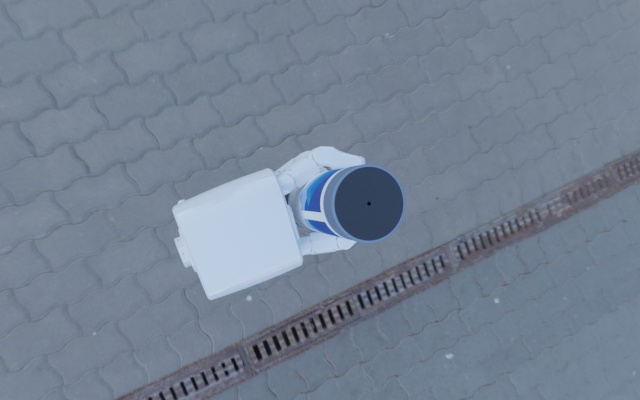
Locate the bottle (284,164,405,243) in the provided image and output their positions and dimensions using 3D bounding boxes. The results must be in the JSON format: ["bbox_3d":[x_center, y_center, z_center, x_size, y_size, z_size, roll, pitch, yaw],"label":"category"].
[{"bbox_3d":[0.000,0.002,0.538,0.069,0.069,0.295,0,0,-16],"label":"bottle"}]
